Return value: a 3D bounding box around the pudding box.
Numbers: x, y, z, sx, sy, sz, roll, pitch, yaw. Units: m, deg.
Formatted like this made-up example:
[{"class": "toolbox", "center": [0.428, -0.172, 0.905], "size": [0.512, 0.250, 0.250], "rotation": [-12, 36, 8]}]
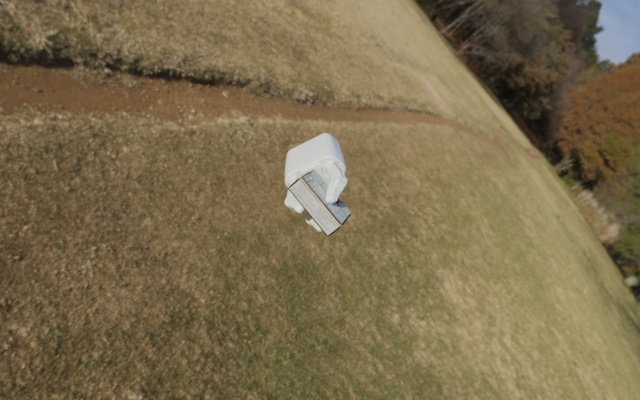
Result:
[{"class": "pudding box", "center": [0.000, 0.003, 0.850], "size": [0.039, 0.113, 0.090], "rotation": [-41, 0, 19]}]
